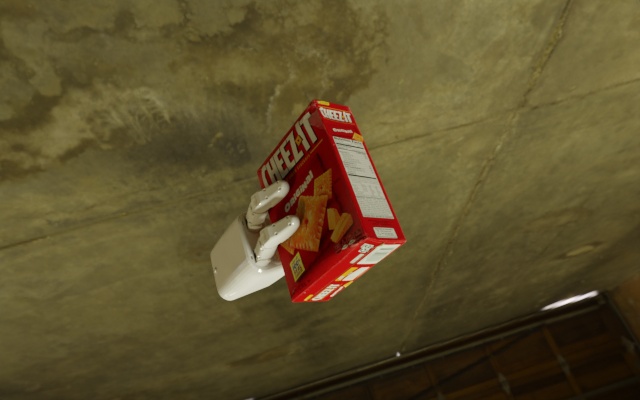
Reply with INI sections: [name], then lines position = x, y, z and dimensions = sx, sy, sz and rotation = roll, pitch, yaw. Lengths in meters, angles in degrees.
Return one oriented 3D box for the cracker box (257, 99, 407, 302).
[cracker box]
position = 0.000, 0.002, 0.628
dimensions = 0.072, 0.213, 0.164
rotation = 6, -37, -38
